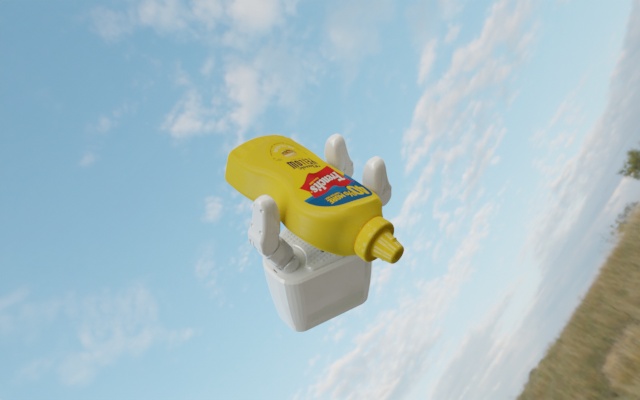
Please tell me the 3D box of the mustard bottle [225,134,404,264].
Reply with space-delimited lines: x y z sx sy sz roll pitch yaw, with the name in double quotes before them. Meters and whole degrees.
"mustard bottle" 0.000 0.001 0.457 0.191 0.058 0.096 35 33 33
